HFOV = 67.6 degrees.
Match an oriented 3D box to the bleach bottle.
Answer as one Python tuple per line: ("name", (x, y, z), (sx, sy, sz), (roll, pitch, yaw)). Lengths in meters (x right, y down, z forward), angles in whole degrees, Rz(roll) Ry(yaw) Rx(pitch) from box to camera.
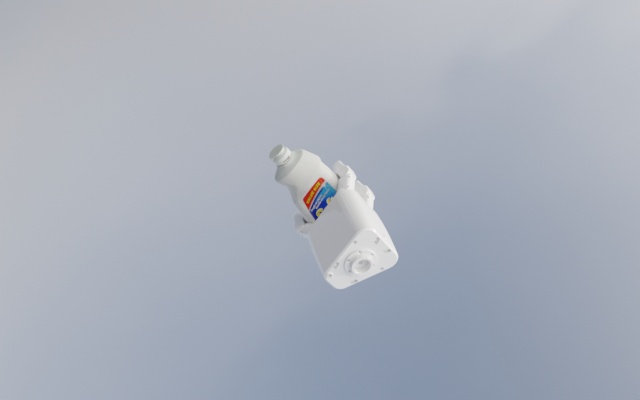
("bleach bottle", (0.000, 0.003, 0.807), (0.251, 0.102, 0.068), (44, 13, -32))
